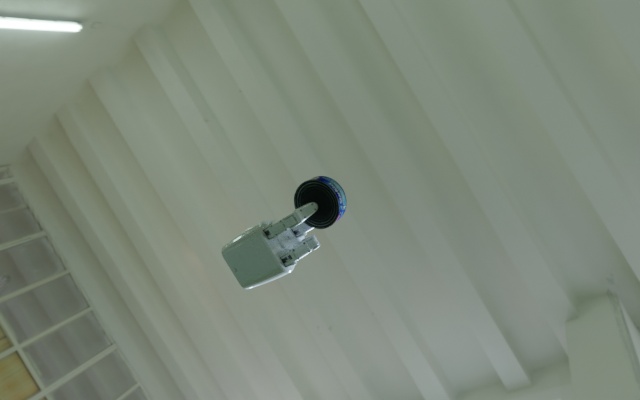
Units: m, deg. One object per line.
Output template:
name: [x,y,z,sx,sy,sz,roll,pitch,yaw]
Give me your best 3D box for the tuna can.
tuna can: [0.000,0.002,0.805,0.086,0.086,0.033,0,17,30]
